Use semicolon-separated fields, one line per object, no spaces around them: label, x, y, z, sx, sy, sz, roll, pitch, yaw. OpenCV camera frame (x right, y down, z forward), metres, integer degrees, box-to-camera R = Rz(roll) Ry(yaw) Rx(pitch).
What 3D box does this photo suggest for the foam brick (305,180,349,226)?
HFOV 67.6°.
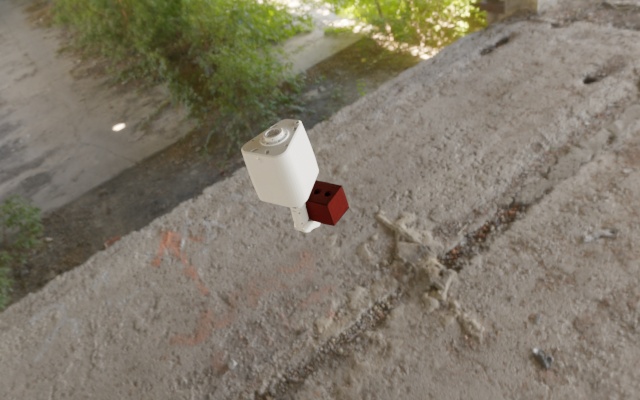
foam brick;0.000;0.003;0.834;0.078;0.051;0.053;12;47;32
